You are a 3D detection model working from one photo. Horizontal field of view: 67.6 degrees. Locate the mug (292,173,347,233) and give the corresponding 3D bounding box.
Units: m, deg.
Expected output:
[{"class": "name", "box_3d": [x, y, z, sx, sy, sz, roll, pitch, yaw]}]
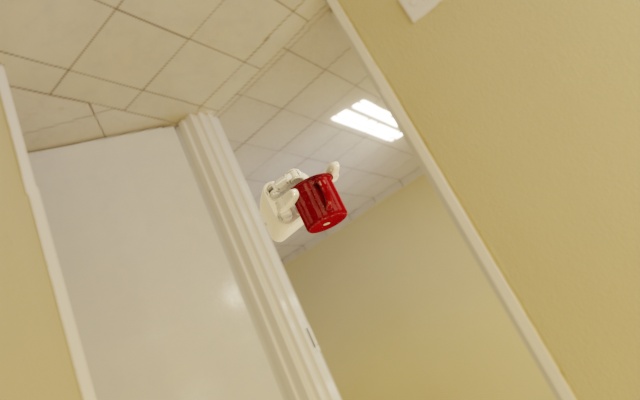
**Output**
[{"class": "mug", "box_3d": [0.001, 0.002, 0.866, 0.093, 0.081, 0.117, -19, -19, -20]}]
